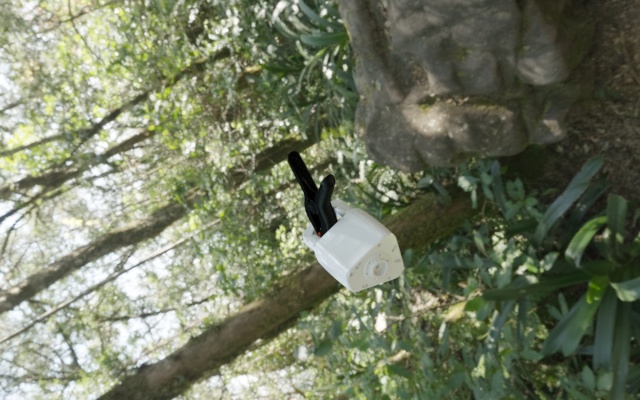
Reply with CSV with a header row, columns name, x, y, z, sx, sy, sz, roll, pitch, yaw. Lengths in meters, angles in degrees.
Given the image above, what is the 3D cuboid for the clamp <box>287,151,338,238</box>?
name,x,y,z,sx,sy,sz,roll,pitch,yaw
clamp,0.000,0.003,0.819,0.039,0.172,0.120,-30,32,-16
